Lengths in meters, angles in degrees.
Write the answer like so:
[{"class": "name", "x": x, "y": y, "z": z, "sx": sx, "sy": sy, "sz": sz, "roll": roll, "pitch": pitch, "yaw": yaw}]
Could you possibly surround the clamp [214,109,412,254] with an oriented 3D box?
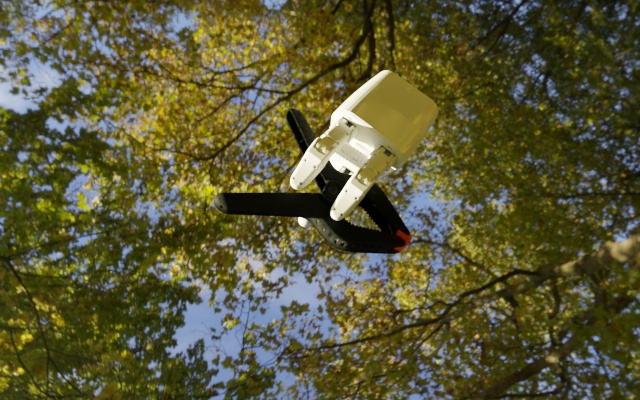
[{"class": "clamp", "x": 0.000, "y": 0.002, "z": 0.532, "sx": 0.210, "sy": 0.164, "sz": 0.036, "roll": 37, "pitch": -31, "yaw": 7}]
